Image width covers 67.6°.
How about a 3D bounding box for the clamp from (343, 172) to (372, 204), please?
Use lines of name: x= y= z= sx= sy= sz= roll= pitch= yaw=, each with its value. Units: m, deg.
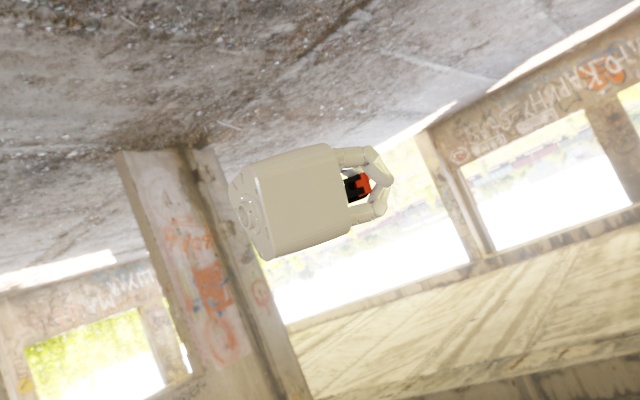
clamp: x=0.000 y=0.003 z=0.655 sx=0.120 sy=0.039 sz=0.171 roll=-17 pitch=-9 yaw=-31
